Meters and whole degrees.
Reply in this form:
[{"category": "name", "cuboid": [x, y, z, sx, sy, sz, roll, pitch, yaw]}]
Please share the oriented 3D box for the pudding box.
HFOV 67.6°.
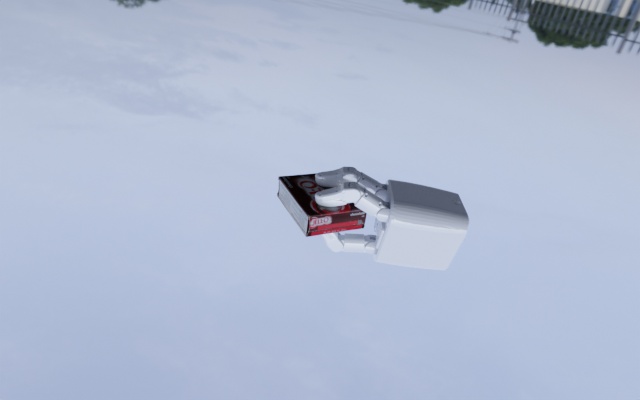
[{"category": "pudding box", "cuboid": [0.000, 0.002, 0.668, 0.090, 0.039, 0.113, -6, 31, -26]}]
